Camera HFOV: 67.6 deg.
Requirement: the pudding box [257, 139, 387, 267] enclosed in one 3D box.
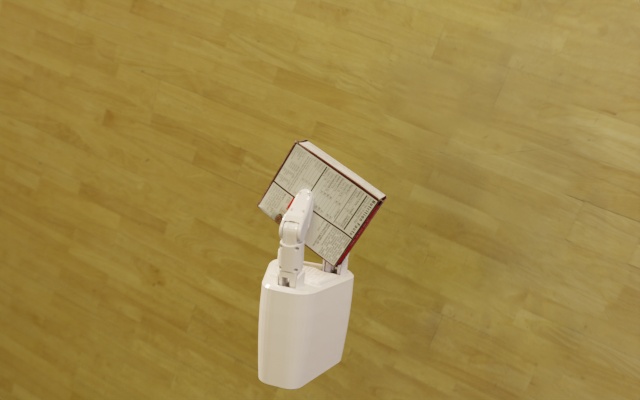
[{"bbox_3d":[0.000,0.002,0.512,0.113,0.090,0.039,36,16,10],"label":"pudding box"}]
